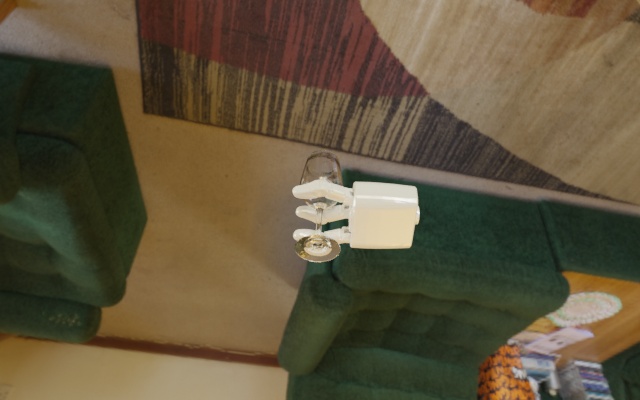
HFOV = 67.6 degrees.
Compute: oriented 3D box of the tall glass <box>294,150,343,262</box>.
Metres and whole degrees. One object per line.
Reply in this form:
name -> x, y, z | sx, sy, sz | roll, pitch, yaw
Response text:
tall glass -> 0.000, 0.003, 0.831 | 0.079, 0.200, 0.079 | 2, -40, 2
